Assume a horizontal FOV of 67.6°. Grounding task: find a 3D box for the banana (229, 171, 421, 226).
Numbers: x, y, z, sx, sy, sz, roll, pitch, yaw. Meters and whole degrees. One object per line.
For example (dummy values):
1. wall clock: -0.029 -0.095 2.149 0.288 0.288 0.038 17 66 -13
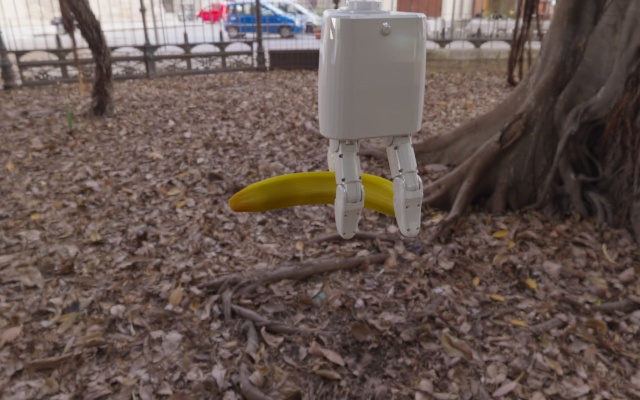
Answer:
1. banana: 0.005 -0.006 0.508 0.198 0.037 0.069 4 27 5
